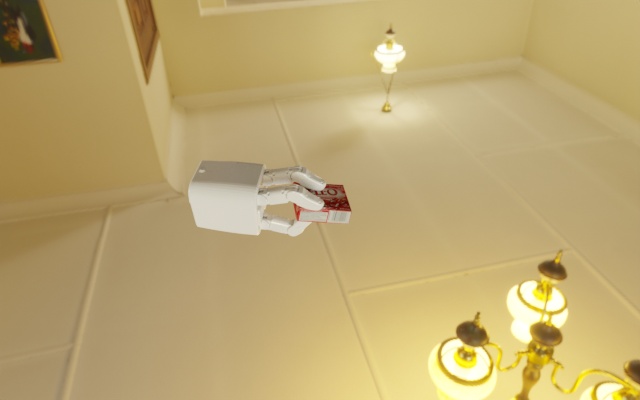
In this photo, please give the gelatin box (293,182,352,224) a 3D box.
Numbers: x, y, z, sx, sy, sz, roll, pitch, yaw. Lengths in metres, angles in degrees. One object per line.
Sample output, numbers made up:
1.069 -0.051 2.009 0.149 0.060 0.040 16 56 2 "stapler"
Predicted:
0.000 0.003 0.780 0.089 0.030 0.073 4 36 -14 "gelatin box"
